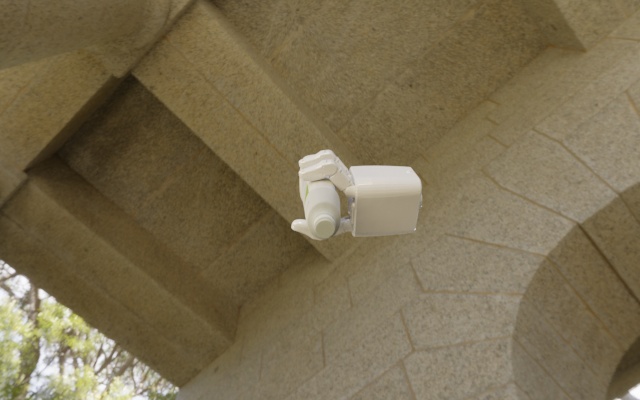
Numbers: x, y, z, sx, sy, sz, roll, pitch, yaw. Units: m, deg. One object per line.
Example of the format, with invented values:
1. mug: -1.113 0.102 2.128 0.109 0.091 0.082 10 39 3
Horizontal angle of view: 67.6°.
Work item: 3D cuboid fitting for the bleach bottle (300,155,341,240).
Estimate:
1. bleach bottle: 0.000 0.002 0.792 0.068 0.103 0.250 -2 22 -3
